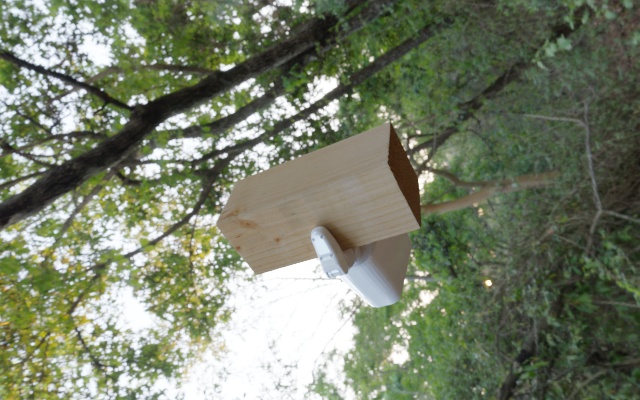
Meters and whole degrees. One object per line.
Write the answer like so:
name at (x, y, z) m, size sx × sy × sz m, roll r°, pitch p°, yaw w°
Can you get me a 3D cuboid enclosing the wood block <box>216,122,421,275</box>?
wood block at (0.000, 0.002, 0.543) m, size 0.206 × 0.090 × 0.090 m, roll -19°, pitch 32°, yaw 22°
